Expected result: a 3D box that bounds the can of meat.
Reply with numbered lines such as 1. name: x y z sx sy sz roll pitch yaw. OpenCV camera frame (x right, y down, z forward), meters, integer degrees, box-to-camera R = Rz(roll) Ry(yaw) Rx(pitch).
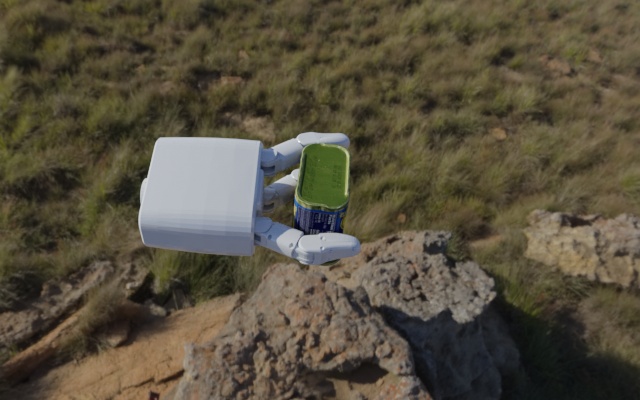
1. can of meat: 0.000 0.001 0.496 0.057 0.084 0.102 6 44 -1
